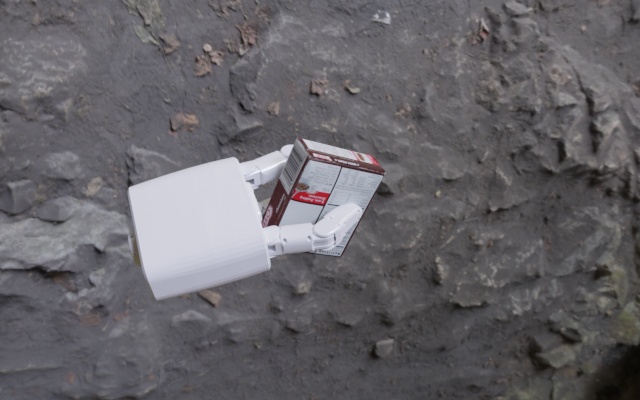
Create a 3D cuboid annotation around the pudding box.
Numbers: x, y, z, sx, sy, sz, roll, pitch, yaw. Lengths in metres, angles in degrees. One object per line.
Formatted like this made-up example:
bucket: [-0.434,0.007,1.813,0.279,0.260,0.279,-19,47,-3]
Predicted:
pudding box: [0.000,0.002,0.477,0.090,0.113,0.039,10,32,-29]
